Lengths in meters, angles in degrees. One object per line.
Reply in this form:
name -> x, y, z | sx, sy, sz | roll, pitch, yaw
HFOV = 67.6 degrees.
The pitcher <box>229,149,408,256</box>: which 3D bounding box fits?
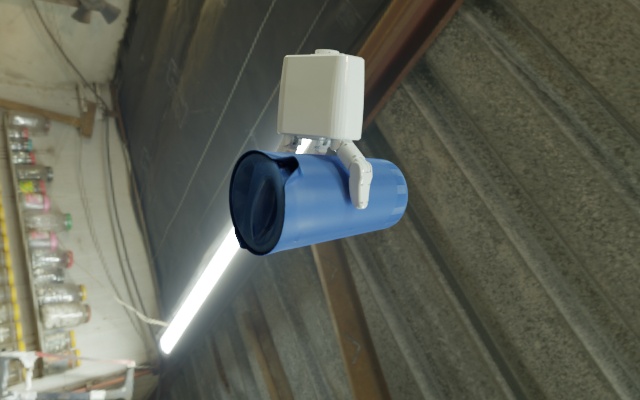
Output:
pitcher -> 0.000, 0.002, 0.674 | 0.243, 0.145, 0.149 | -4, 10, -39
